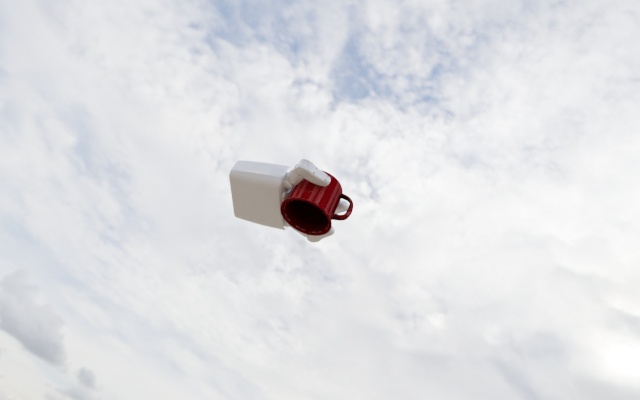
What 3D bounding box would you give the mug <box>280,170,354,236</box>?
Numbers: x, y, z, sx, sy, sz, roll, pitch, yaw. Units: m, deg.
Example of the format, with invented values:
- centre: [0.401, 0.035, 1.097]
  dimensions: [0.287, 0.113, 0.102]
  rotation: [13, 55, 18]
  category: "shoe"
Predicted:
- centre: [0.002, 0.003, 0.822]
  dimensions: [0.117, 0.081, 0.093]
  rotation: [11, -41, 19]
  category: "mug"
